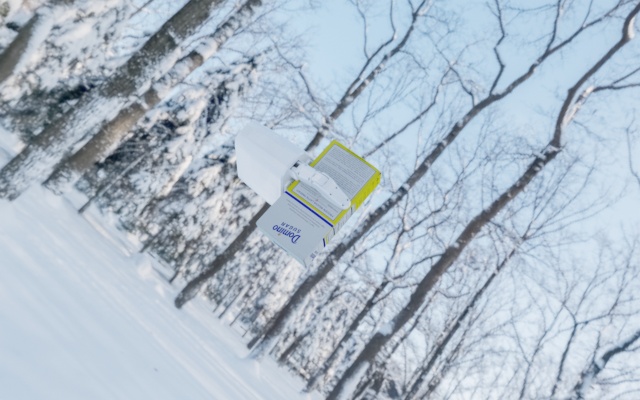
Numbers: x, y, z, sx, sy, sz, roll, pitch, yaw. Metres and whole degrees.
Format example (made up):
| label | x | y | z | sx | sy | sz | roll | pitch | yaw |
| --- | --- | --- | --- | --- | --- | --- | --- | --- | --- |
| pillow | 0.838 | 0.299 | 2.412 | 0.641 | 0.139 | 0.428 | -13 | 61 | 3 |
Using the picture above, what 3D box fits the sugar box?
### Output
| label | x | y | z | sx | sy | sz | roll | pitch | yaw |
| --- | --- | --- | --- | --- | --- | --- | --- | --- | --- |
| sugar box | 0.000 | 0.002 | 0.697 | 0.093 | 0.176 | 0.048 | 37 | -15 | 19 |
